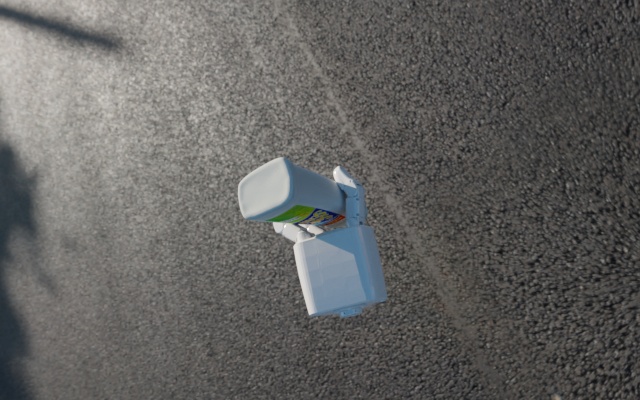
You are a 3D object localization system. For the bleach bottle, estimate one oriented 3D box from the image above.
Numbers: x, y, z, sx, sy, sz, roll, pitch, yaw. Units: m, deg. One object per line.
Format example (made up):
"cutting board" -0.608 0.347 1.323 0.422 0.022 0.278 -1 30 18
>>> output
"bleach bottle" 0.000 0.002 0.717 0.102 0.068 0.251 -24 -22 33
